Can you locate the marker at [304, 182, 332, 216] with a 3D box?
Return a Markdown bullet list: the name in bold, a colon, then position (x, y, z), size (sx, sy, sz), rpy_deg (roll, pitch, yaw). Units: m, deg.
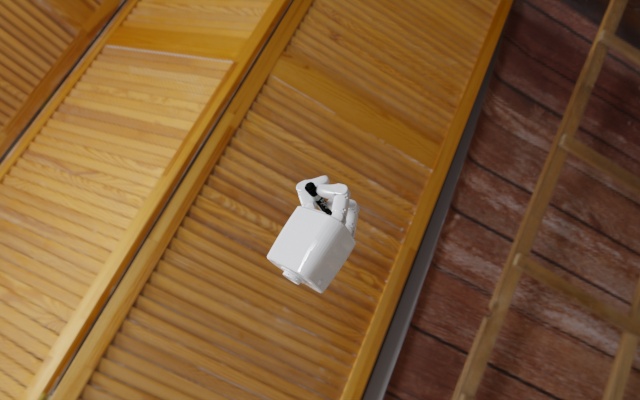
- **marker**: position (0.000, 0.003, 0.851), size (0.020, 0.020, 0.121), rpy_deg (0, -29, 22)
